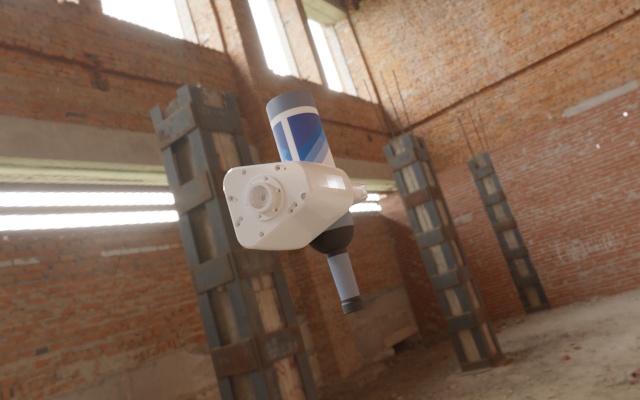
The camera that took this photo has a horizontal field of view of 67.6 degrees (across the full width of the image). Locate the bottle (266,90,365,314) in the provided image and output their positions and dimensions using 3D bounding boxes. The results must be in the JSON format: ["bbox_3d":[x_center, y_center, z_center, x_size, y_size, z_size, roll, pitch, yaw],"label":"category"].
[{"bbox_3d":[0.000,0.002,0.630,0.069,0.295,0.069,-17,-11,-3],"label":"bottle"}]
